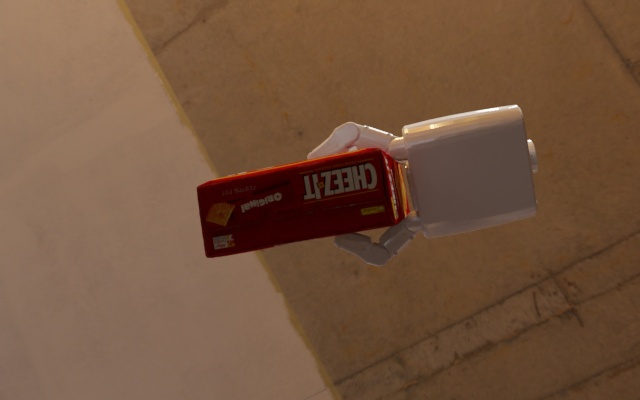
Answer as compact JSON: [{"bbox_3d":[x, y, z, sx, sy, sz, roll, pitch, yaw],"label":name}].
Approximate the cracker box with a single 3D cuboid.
[{"bbox_3d":[0.000,0.002,0.485,0.164,0.072,0.213,-11,-3,13],"label":"cracker box"}]
